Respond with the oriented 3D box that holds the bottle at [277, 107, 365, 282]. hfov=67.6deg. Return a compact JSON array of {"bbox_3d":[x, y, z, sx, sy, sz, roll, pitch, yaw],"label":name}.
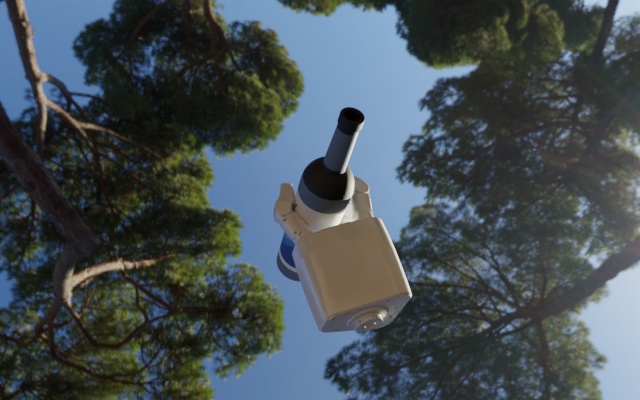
[{"bbox_3d":[0.000,0.002,0.613,0.069,0.069,0.296,0,-39,-17],"label":"bottle"}]
